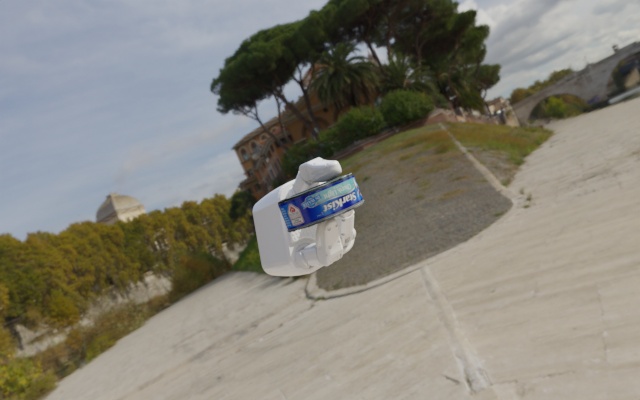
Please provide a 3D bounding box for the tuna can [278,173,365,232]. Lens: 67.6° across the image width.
[{"bbox_3d":[0.000,0.001,0.494,0.086,0.034,0.086,-22,3,1],"label":"tuna can"}]
